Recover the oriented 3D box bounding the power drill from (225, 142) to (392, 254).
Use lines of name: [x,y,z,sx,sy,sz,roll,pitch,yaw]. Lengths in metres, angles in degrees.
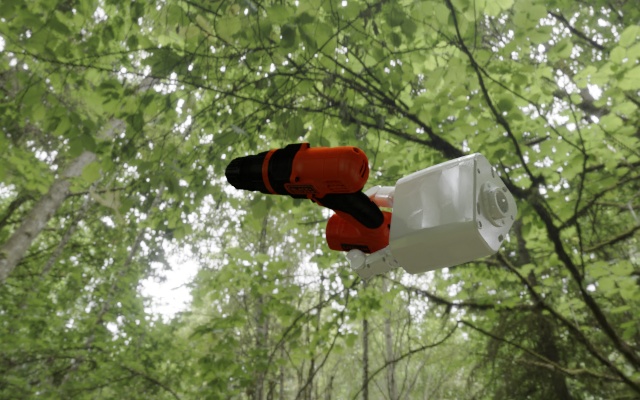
power drill: [0.001,0.002,0.570,0.184,0.057,0.188,2,-26,36]
